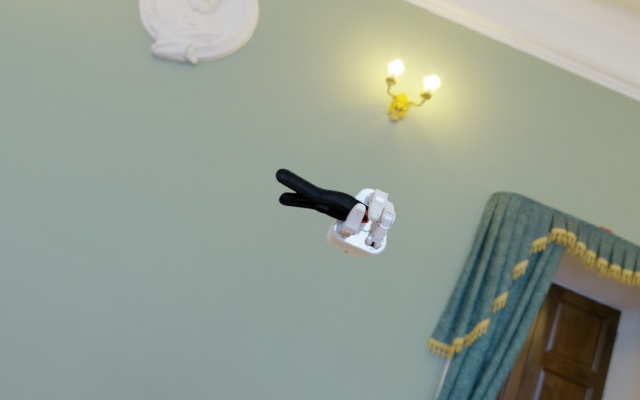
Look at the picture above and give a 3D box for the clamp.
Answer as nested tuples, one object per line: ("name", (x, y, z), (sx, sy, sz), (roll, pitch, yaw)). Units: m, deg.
("clamp", (0.001, 0.002, 0.814), (0.171, 0.039, 0.120), (24, -15, -2))
